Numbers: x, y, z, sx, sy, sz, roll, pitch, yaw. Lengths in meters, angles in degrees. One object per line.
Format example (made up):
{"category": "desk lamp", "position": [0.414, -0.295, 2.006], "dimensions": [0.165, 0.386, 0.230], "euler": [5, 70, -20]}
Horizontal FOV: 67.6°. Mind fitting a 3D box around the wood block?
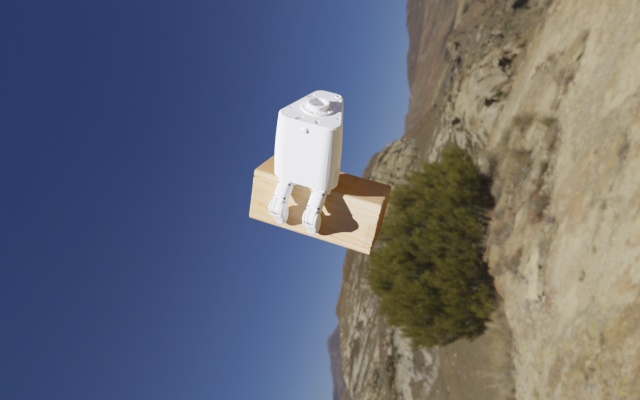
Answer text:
{"category": "wood block", "position": [0.000, 0.002, 0.781], "dimensions": [0.206, 0.090, 0.090], "euler": [17, 27, 12]}
